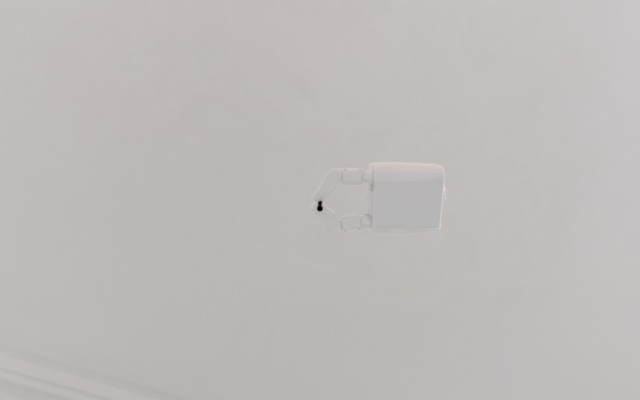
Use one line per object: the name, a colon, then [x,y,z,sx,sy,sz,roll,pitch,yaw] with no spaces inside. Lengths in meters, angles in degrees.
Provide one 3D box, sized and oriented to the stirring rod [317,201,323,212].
stirring rod: [0.000,0.003,0.743,0.011,0.011,0.239,0,4,0]
